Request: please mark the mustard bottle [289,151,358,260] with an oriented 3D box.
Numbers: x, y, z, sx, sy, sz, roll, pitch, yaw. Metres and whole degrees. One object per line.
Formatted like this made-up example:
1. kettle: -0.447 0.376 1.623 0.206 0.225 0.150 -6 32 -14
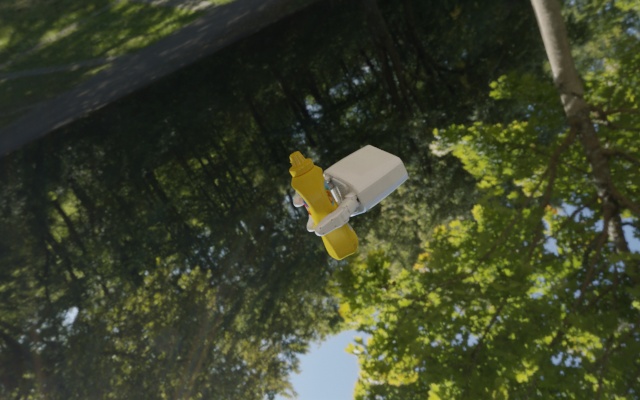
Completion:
1. mustard bottle: 0.000 0.003 0.816 0.058 0.192 0.096 -26 19 5
